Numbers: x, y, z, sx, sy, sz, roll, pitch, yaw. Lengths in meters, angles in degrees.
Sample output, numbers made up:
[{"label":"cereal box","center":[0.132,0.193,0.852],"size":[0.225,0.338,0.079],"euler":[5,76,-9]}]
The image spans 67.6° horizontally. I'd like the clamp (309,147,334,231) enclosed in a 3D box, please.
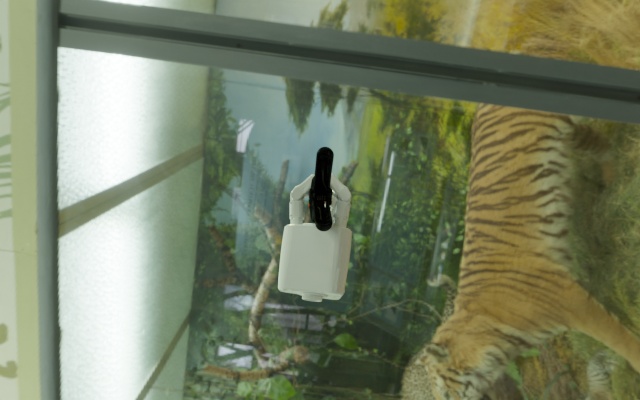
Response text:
[{"label":"clamp","center":[-0.001,0.002,0.739],"size":[0.039,0.120,0.171],"euler":[7,-18,0]}]
